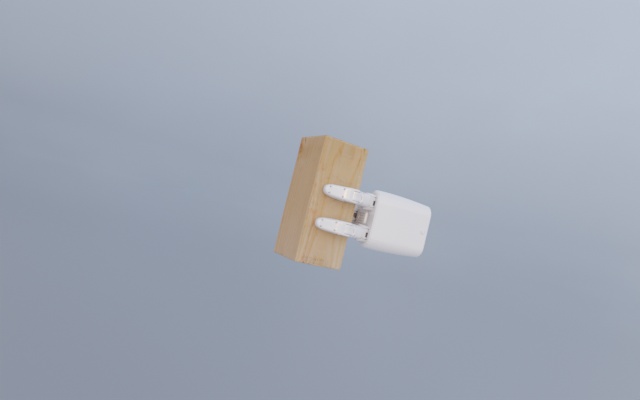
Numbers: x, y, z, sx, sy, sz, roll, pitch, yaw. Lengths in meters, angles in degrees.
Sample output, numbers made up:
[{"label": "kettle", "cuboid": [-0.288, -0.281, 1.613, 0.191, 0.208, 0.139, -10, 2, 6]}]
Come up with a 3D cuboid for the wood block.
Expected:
[{"label": "wood block", "cuboid": [0.000, 0.003, 0.811, 0.090, 0.206, 0.091, 15, -3, -29]}]
